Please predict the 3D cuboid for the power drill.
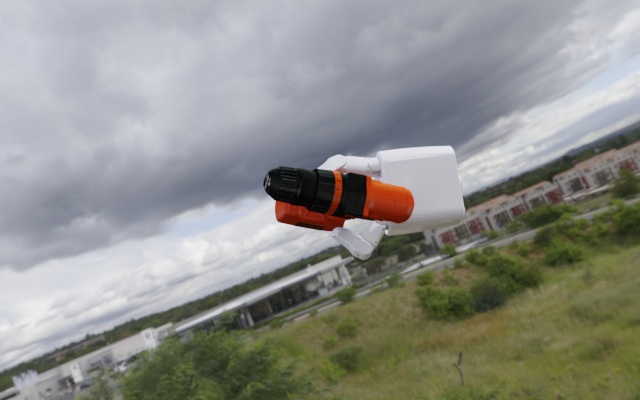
[{"bbox_3d":[0.000,0.002,0.618,0.184,0.057,0.187,12,-9,-19],"label":"power drill"}]
